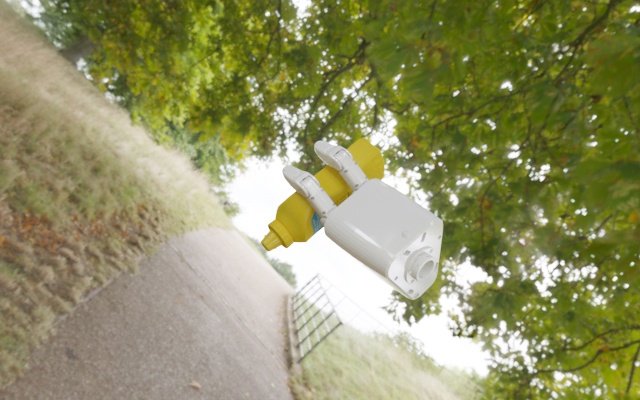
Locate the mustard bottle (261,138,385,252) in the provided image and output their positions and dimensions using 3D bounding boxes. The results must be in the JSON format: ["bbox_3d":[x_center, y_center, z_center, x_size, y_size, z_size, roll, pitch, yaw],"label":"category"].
[{"bbox_3d":[0.000,0.002,0.638,0.191,0.058,0.096,-39,-19,-16],"label":"mustard bottle"}]
